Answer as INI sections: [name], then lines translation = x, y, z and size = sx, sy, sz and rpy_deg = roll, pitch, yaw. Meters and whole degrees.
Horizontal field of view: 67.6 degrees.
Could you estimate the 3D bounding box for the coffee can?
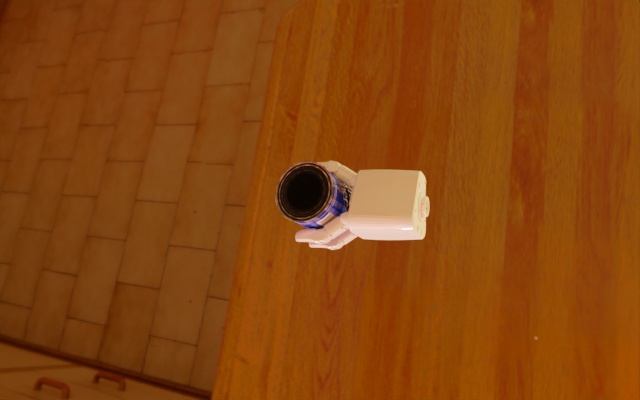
[coffee can]
translation = 0.000, 0.003, 0.821
size = 0.103, 0.102, 0.140
rpy_deg = 0, -15, 24
